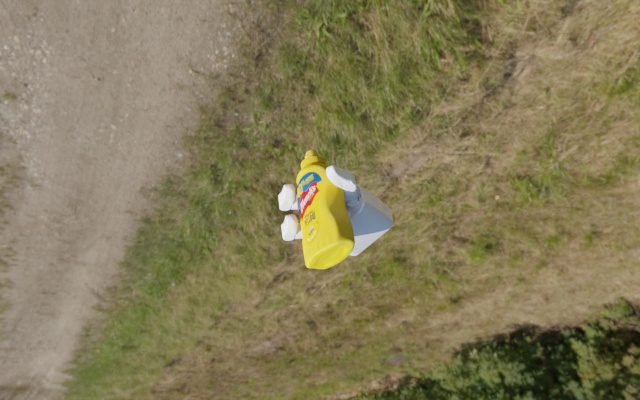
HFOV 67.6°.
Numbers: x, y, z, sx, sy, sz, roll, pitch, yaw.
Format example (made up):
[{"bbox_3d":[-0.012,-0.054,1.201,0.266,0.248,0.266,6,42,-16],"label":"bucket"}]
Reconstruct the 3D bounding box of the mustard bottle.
[{"bbox_3d":[0.000,0.003,0.743,0.058,0.191,0.096,8,-35,-28],"label":"mustard bottle"}]
